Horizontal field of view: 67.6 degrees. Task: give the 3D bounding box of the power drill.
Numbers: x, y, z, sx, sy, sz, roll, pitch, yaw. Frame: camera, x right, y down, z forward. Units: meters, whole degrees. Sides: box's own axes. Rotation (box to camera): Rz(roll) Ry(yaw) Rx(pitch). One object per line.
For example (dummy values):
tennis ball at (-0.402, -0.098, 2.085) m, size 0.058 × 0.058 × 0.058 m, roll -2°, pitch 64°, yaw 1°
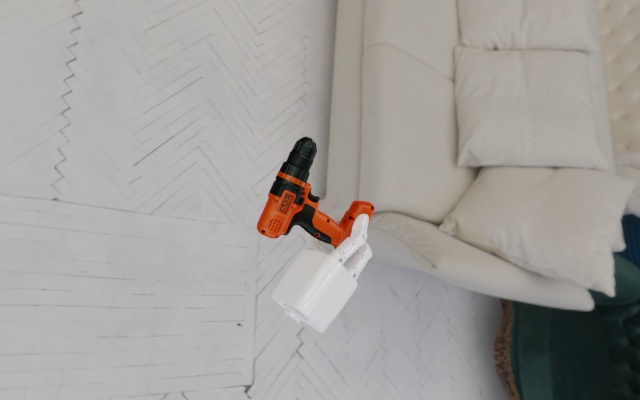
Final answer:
power drill at (0.000, 0.003, 0.843) m, size 0.188 × 0.184 × 0.057 m, roll 25°, pitch 1°, yaw -22°
